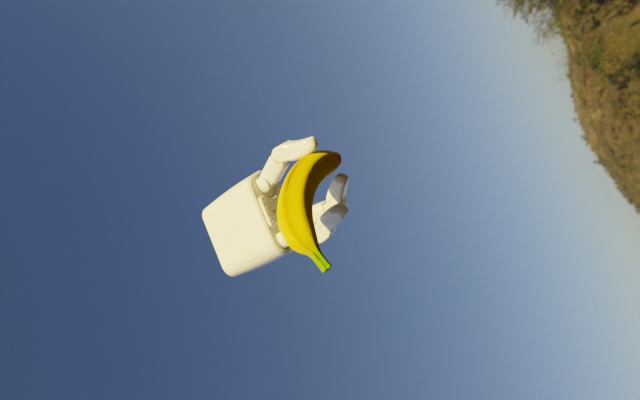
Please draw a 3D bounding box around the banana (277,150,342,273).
[{"bbox_3d":[-0.013,-0.007,0.543,0.037,0.197,0.070,-32,-60,32],"label":"banana"}]
